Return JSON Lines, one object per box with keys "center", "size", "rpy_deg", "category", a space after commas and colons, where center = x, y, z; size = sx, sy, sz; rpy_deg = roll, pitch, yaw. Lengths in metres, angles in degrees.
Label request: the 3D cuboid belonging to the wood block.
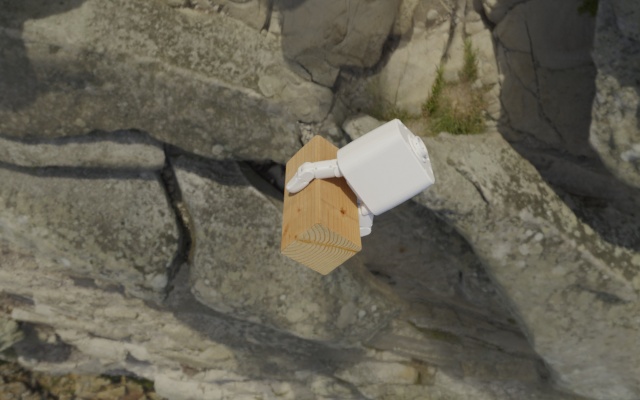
{"center": [0.000, 0.002, 0.783], "size": [0.091, 0.206, 0.090], "rpy_deg": [31, -54, -28], "category": "wood block"}
